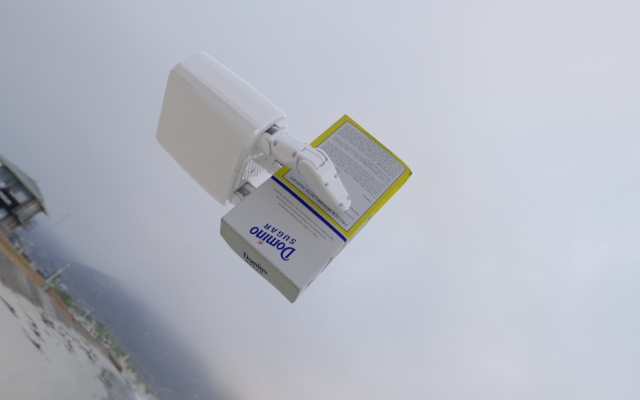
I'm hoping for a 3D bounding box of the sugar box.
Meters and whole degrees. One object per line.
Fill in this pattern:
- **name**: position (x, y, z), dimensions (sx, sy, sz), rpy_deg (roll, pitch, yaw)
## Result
- **sugar box**: position (0.000, 0.002, 0.451), dimensions (0.176, 0.093, 0.048), rpy_deg (-43, -11, -28)
